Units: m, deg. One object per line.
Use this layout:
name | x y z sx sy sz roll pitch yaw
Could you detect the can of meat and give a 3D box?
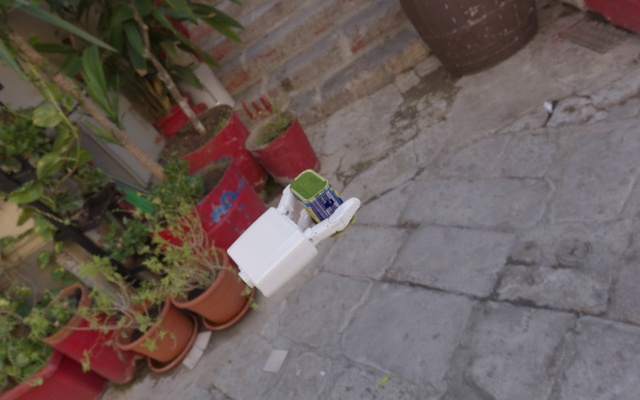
can of meat | 0.000 0.002 0.791 0.057 0.084 0.102 -41 29 -7
